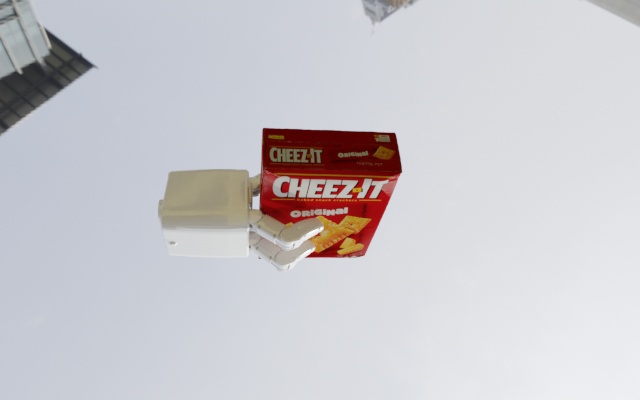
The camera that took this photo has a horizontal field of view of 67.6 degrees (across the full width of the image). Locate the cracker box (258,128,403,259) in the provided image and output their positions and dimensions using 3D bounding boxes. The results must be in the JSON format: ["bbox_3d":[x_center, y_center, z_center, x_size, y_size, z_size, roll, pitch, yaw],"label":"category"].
[{"bbox_3d":[0.000,0.002,0.637,0.164,0.072,0.214,0,-34,-9],"label":"cracker box"}]
